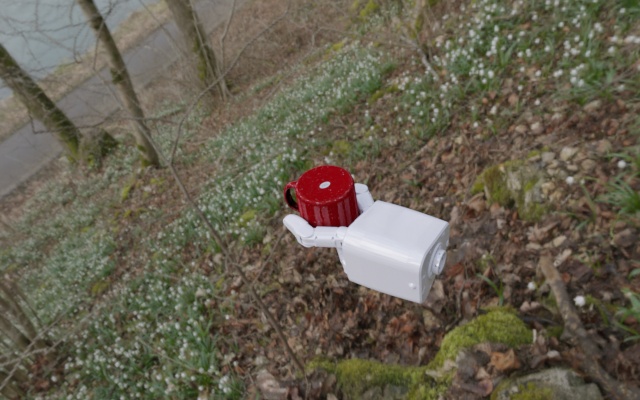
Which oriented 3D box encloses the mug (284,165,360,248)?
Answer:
[{"bbox_3d":[-0.001,0.002,0.673,0.117,0.082,0.093,17,49,26],"label":"mug"}]
